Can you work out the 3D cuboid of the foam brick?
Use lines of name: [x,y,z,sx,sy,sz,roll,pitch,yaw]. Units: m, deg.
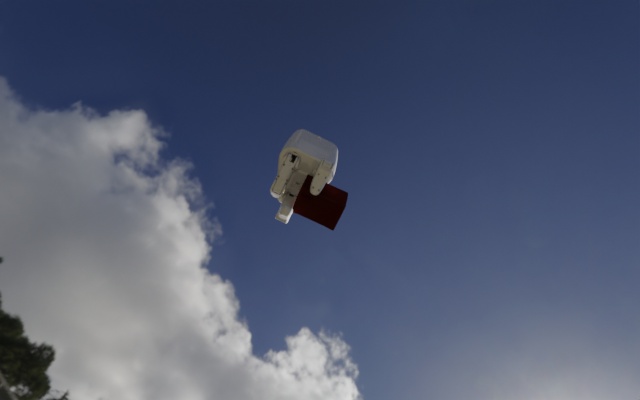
foam brick: [0.000,0.003,0.793,0.078,0.053,0.051,26,29,-4]
